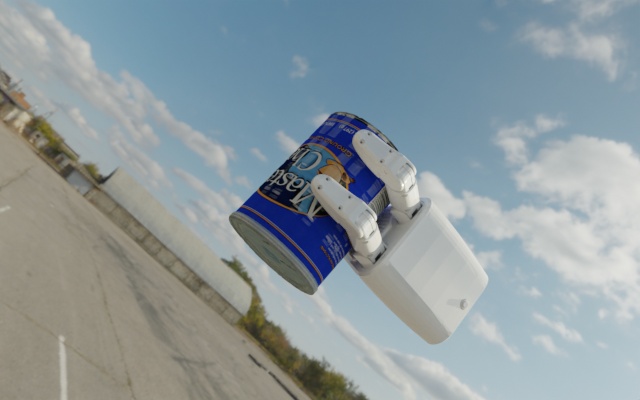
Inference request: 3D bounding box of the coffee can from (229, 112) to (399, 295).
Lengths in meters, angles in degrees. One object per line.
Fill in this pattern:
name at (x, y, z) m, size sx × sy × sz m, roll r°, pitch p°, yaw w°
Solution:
coffee can at (0.000, 0.001, 0.447) m, size 0.103 × 0.140 × 0.103 m, roll 38°, pitch -18°, yaw 15°
